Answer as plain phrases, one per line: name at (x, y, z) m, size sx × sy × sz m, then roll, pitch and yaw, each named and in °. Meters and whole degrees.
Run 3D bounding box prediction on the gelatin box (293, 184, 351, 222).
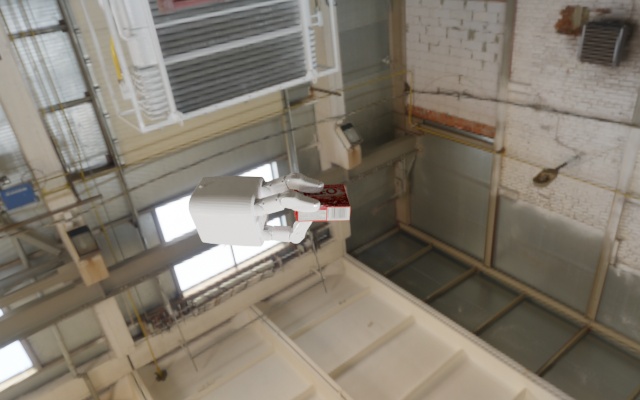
gelatin box at (0.000, 0.003, 0.786) m, size 0.089 × 0.030 × 0.073 m, roll -1°, pitch 31°, yaw -7°
